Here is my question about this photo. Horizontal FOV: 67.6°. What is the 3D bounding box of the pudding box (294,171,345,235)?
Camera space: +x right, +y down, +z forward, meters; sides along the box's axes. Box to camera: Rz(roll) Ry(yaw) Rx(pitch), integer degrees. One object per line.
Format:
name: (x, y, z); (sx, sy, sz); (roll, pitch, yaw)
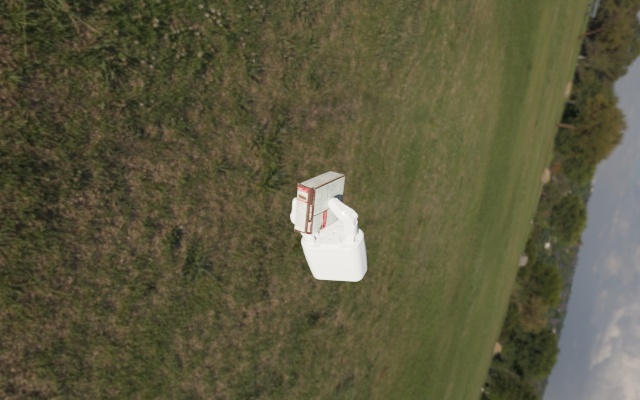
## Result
pudding box: (0.000, 0.003, 0.856); (0.039, 0.090, 0.113); (15, 22, 26)
